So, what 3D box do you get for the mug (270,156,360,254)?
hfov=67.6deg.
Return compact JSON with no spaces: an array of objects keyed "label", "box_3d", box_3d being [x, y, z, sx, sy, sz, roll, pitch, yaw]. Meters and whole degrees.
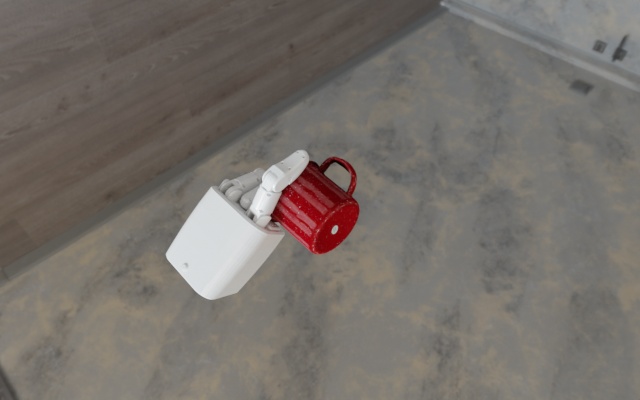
[{"label":"mug","box_3d":[0.001,0.001,0.580,0.081,0.117,0.093,40,6,28]}]
